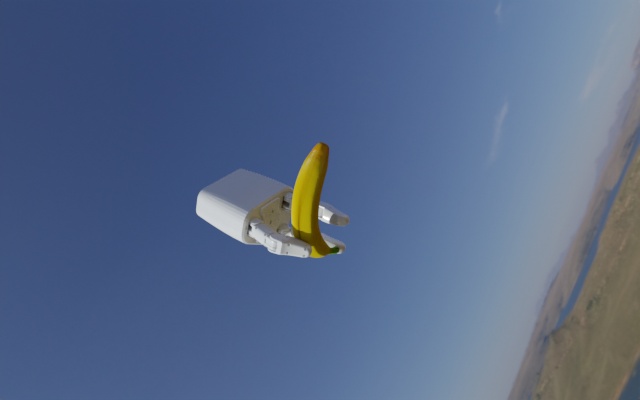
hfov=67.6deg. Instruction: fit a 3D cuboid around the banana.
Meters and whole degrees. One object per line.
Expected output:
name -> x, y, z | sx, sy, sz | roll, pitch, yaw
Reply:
banana -> -0.011, 0.015, 0.658 | 0.037, 0.198, 0.069 | 25, 48, 31
